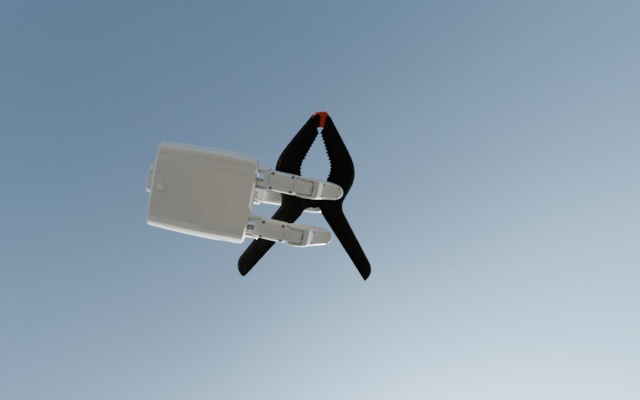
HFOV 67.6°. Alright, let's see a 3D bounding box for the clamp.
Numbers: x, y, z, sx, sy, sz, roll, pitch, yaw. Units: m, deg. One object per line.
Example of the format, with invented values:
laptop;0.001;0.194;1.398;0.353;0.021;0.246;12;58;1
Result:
clamp;0.000;0.001;0.574;0.164;0.210;0.036;11;9;-13
